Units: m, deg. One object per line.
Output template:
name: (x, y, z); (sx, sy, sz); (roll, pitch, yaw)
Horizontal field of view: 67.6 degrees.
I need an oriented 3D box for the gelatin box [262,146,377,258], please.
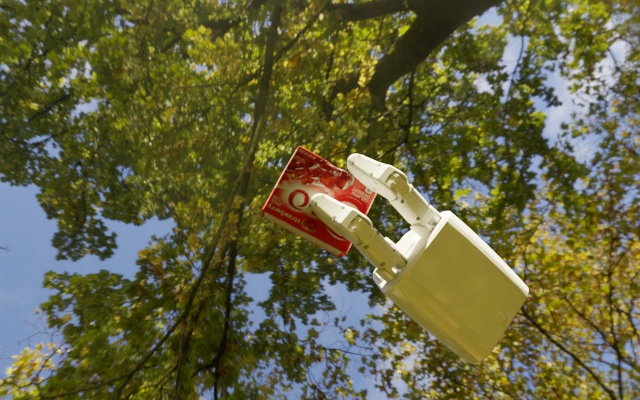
gelatin box: (0.000, 0.001, 0.455); (0.089, 0.073, 0.030); (28, -16, 0)
